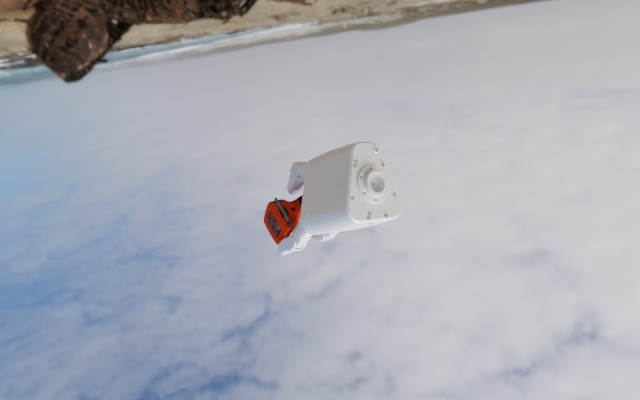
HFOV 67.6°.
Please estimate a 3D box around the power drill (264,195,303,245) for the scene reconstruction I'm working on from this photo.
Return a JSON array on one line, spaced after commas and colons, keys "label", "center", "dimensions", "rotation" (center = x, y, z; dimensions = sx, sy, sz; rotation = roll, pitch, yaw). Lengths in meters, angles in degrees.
[{"label": "power drill", "center": [0.000, 0.003, 0.785], "dimensions": [0.187, 0.057, 0.184], "rotation": [-29, -12, -18]}]
